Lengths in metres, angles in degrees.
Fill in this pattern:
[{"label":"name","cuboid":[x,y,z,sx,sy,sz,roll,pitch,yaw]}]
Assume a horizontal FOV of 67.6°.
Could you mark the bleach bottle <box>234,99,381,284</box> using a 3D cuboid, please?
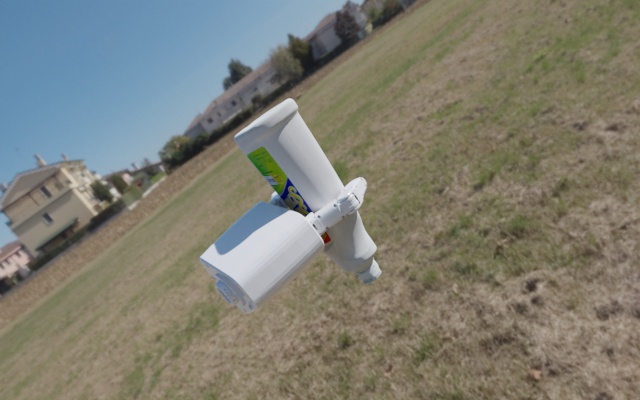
[{"label":"bleach bottle","cuboid":[0.000,0.002,0.591,0.068,0.251,0.102,-42,15,-23]}]
